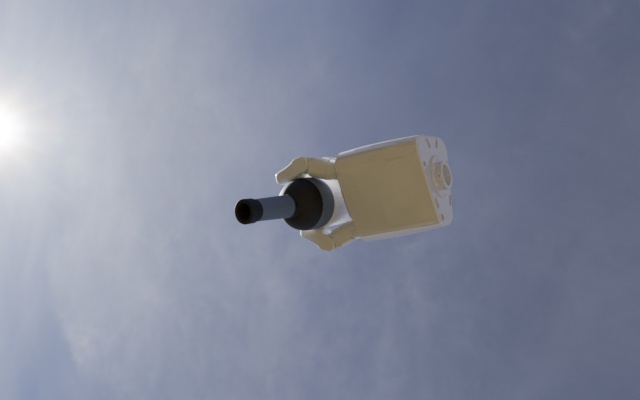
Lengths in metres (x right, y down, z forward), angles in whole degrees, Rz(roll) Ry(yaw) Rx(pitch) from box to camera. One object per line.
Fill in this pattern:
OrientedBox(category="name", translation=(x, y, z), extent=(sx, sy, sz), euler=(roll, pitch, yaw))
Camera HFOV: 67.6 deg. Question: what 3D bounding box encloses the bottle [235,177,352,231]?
OrientedBox(category="bottle", translation=(0.000, 0.002, 0.627), extent=(0.069, 0.069, 0.295), euler=(0, 4, 34))
